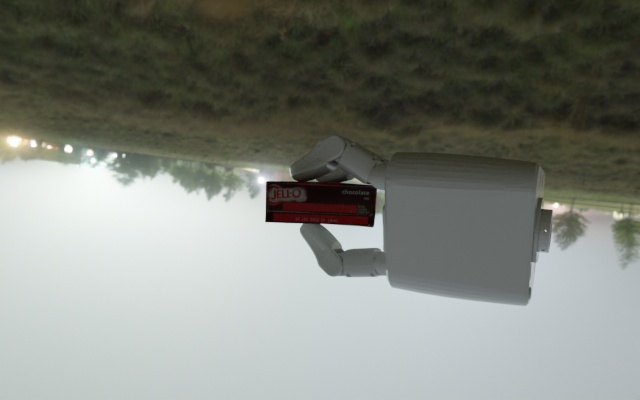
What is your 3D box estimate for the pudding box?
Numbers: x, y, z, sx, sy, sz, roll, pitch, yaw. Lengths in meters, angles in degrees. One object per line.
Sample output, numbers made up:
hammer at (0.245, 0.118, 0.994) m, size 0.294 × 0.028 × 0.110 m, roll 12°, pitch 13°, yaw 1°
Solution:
pudding box at (0.000, 0.002, 0.433) m, size 0.090 × 0.039 × 0.113 m, roll 3°, pitch -1°, yaw 0°
